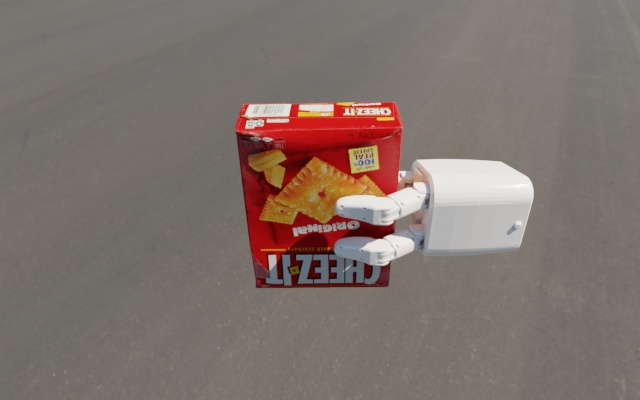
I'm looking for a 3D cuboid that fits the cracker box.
[{"bbox_3d":[0.000,0.001,0.534,0.164,0.214,0.072,0,34,1],"label":"cracker box"}]
